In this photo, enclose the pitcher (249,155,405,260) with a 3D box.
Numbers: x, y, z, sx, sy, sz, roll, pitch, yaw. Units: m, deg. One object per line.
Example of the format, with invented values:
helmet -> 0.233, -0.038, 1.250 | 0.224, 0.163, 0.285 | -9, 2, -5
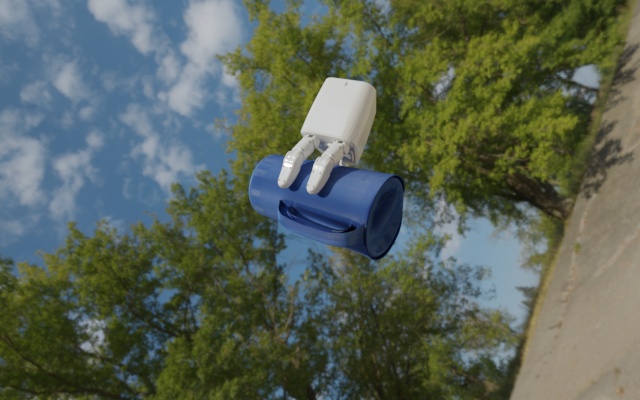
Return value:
pitcher -> 0.000, 0.002, 0.765 | 0.243, 0.145, 0.149 | 16, -15, 30
